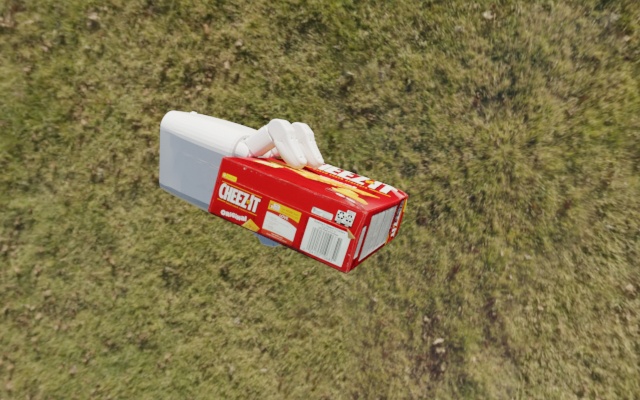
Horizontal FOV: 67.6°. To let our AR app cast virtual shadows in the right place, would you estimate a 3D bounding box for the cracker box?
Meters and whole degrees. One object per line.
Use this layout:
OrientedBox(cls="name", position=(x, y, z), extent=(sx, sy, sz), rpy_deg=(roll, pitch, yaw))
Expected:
OrientedBox(cls="cracker box", position=(0.000, 0.002, 0.561), extent=(0.164, 0.072, 0.213), rpy_deg=(21, 12, 18))
